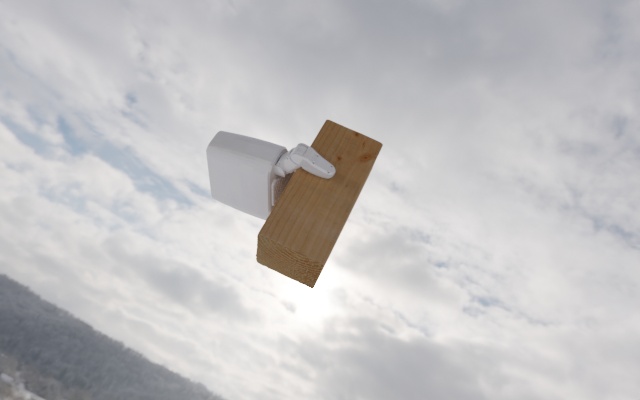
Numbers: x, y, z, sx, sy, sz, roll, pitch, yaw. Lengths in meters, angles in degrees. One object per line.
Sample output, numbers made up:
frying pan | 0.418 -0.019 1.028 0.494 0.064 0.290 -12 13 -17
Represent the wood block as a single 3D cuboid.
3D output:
wood block | 0.000 0.002 0.655 0.090 0.206 0.091 25 -30 5
